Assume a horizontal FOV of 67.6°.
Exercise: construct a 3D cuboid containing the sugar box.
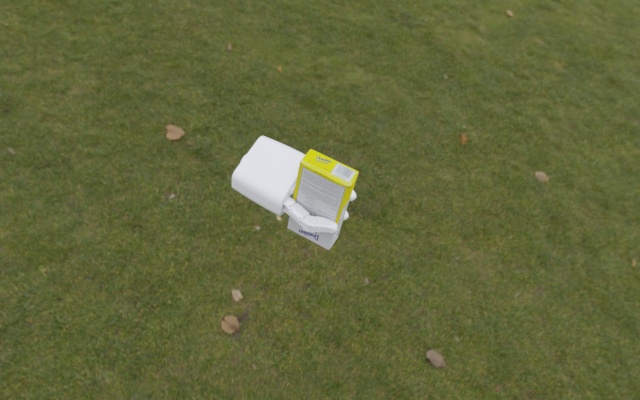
[{"bbox_3d":[0.000,0.002,0.834,0.093,0.048,0.176,27,-39,11],"label":"sugar box"}]
